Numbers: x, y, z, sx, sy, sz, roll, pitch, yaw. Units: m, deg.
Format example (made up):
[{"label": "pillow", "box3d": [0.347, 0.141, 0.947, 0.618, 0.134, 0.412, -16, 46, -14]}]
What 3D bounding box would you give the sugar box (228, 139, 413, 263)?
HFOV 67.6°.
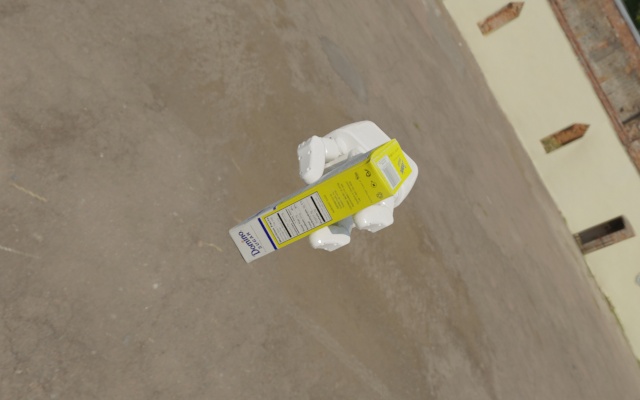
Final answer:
[{"label": "sugar box", "box3d": [0.000, 0.002, 0.488, 0.176, 0.048, 0.093, -29, 4, 28]}]
